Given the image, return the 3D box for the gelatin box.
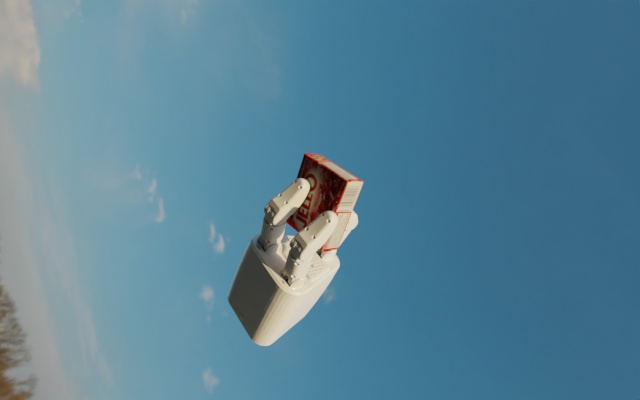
[{"bbox_3d":[0.001,0.001,0.536,0.030,0.089,0.073,-2,29,-46],"label":"gelatin box"}]
